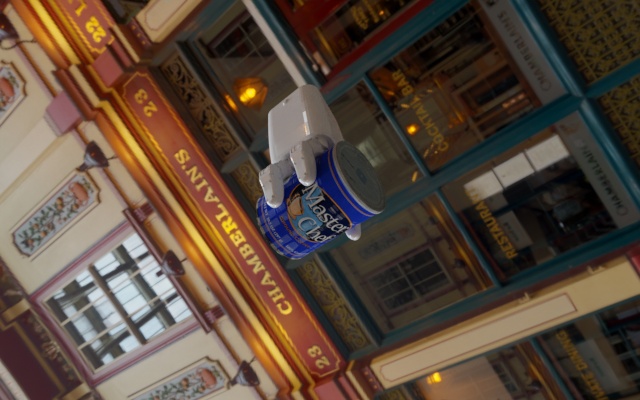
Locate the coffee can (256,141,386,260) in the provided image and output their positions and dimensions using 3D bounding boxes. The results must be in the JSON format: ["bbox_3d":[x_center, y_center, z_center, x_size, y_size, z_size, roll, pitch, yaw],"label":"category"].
[{"bbox_3d":[0.000,0.002,0.626,0.140,0.102,0.103,-32,-16,27],"label":"coffee can"}]
